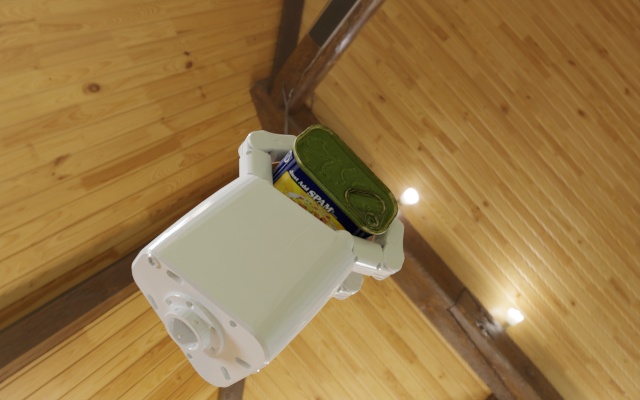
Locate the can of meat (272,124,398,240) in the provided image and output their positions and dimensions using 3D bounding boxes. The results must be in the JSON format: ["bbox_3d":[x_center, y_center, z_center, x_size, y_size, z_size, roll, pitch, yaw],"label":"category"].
[{"bbox_3d":[0.000,0.001,0.409,0.084,0.102,0.057,-42,4,43],"label":"can of meat"}]
